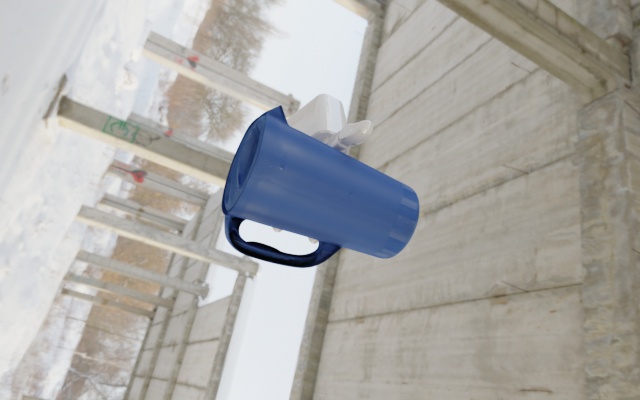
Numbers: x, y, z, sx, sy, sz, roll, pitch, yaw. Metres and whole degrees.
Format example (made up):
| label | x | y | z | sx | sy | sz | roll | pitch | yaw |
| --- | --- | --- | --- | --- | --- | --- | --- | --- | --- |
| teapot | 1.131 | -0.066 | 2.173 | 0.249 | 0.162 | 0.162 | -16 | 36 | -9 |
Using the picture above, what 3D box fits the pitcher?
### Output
| label | x | y | z | sx | sy | sz | roll | pitch | yaw |
| --- | --- | --- | --- | --- | --- | --- | --- | --- | --- |
| pitcher | 0.000 | 0.002 | 0.621 | 0.243 | 0.145 | 0.149 | 21 | -51 | -21 |
